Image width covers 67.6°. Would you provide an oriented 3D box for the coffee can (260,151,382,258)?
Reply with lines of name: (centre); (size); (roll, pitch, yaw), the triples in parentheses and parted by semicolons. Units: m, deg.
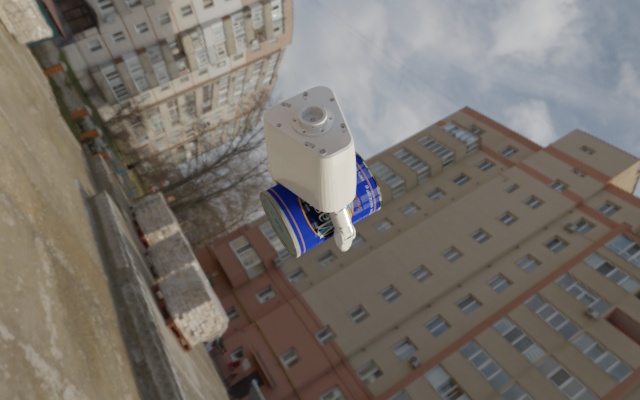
coffee can: (0.000, 0.002, 0.673); (0.140, 0.103, 0.103); (-29, 8, -15)
